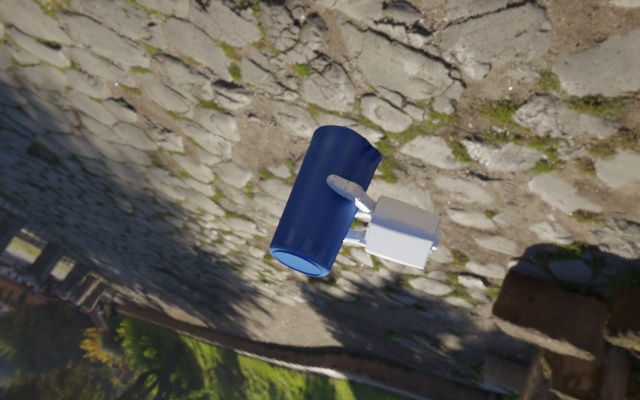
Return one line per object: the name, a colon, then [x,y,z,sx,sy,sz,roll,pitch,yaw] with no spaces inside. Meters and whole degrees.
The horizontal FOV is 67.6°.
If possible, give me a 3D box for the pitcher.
pitcher: [0.000,0.003,0.831,0.145,0.242,0.149,19,-23,11]
